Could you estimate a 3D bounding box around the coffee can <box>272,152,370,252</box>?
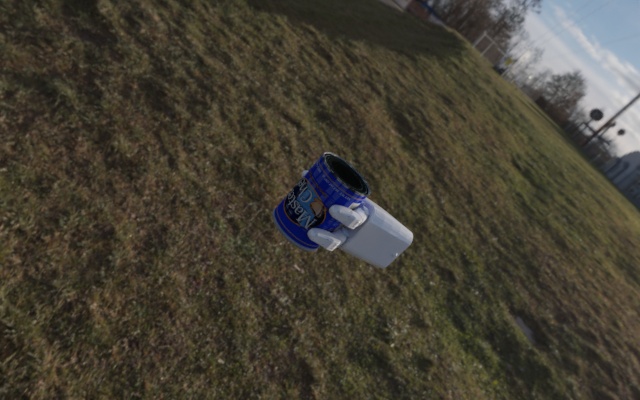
[{"bbox_3d":[0.000,0.003,0.809,0.140,0.102,0.103,-47,-22,22],"label":"coffee can"}]
